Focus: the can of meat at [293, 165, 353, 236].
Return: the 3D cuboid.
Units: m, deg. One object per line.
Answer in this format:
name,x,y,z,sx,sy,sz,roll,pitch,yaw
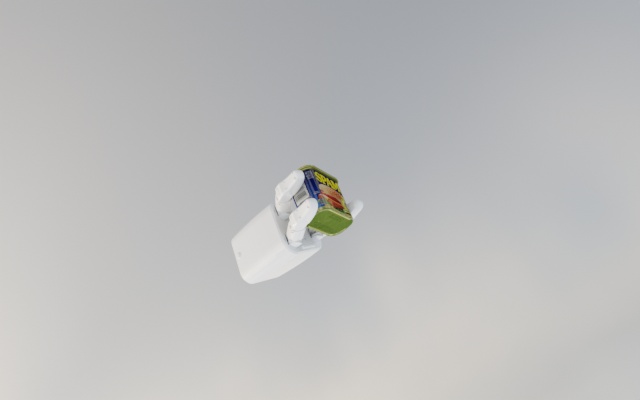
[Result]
can of meat,0.000,0.003,0.753,0.057,0.084,0.102,-36,-32,21
